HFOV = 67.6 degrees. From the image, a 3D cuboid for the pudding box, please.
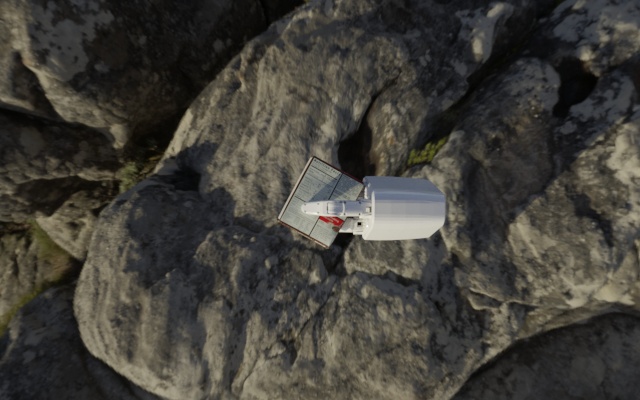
[{"bbox_3d":[0.000,0.002,0.711,0.090,0.113,0.039,29,-3,-5],"label":"pudding box"}]
